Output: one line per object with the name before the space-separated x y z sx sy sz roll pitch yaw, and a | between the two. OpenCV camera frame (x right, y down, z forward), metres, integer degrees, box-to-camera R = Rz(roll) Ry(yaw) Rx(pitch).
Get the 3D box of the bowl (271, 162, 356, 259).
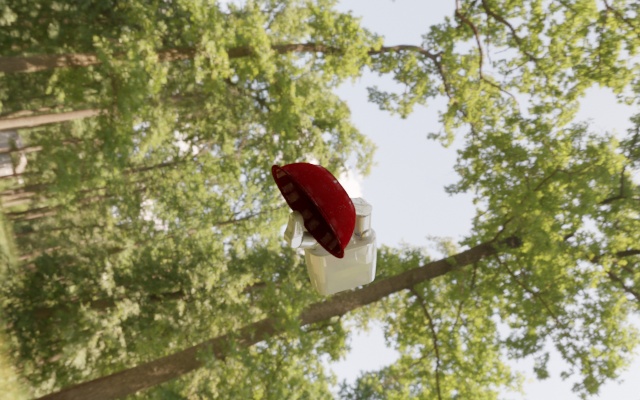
bowl | 0.000 0.001 0.670 0.055 0.162 0.162 -37 9 -13
